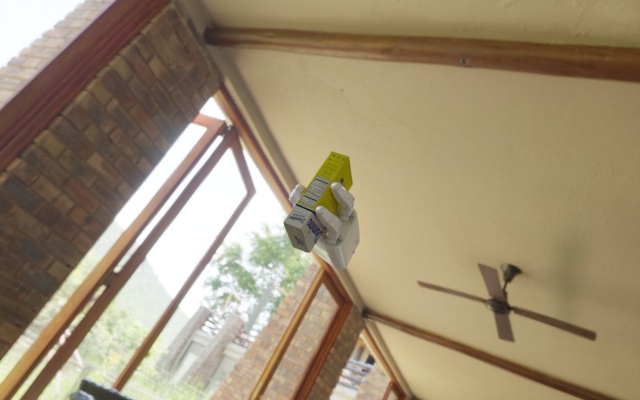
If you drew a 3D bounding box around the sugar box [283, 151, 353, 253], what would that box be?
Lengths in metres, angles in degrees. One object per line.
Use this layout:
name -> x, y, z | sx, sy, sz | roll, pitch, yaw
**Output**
sugar box -> 0.001, 0.003, 0.886 | 0.048, 0.176, 0.093 | 19, -27, 21
